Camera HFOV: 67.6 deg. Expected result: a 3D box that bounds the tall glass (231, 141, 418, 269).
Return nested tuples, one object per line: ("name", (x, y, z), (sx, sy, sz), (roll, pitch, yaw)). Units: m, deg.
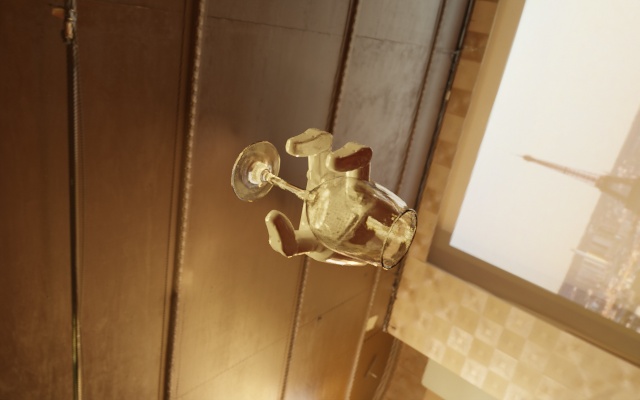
("tall glass", (-0.001, 0.001, 0.504), (0.201, 0.079, 0.079), (25, 15, 34))
